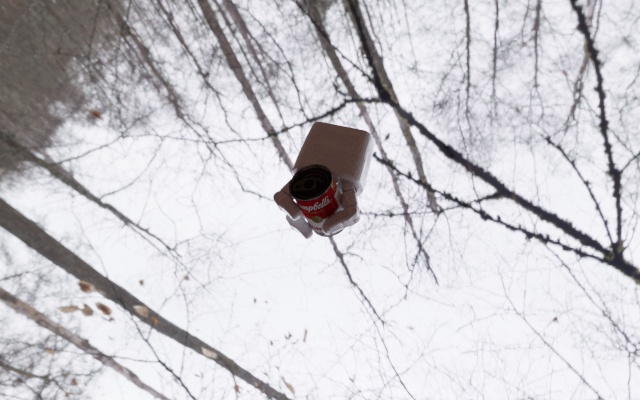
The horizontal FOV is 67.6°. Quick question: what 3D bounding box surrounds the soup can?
[{"bbox_3d":[0.000,0.003,0.740,0.068,0.068,0.102,0,-37,22],"label":"soup can"}]
